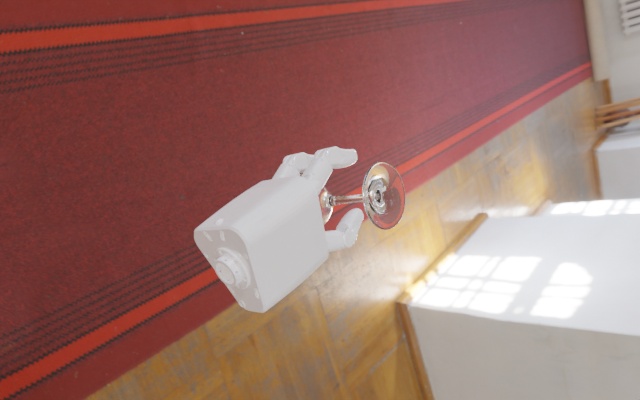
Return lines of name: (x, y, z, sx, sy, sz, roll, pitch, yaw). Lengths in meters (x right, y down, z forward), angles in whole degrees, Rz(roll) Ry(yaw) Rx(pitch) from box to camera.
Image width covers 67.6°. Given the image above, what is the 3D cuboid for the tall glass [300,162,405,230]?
tall glass: (0.001, 0.002, 0.588, 0.079, 0.079, 0.201, 0, -4, -45)
